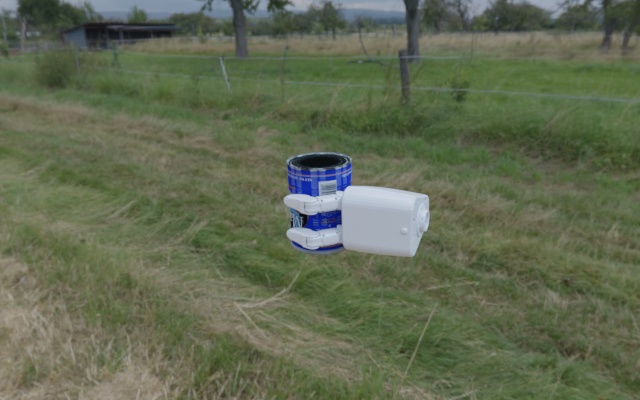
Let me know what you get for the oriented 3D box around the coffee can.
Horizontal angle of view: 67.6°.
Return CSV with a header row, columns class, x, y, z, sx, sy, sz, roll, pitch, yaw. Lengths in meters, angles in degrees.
class,x,y,z,sx,sy,sz,roll,pitch,yaw
coffee can,0.000,0.003,0.768,0.103,0.140,0.102,-2,20,1
